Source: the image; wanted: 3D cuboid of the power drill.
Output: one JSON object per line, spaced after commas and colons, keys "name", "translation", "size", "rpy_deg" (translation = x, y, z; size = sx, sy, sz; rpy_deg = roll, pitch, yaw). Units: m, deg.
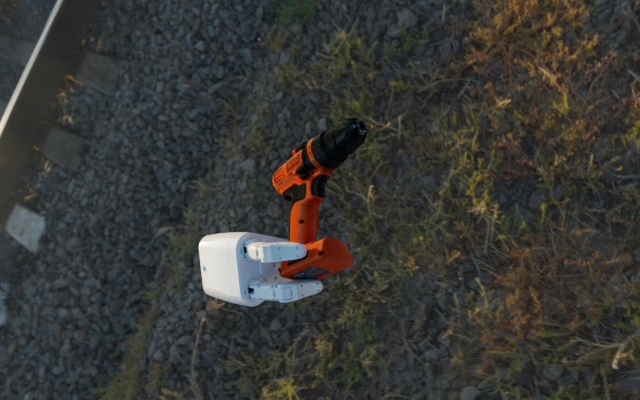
{"name": "power drill", "translation": [0.000, 0.003, 0.629], "size": [0.057, 0.187, 0.184], "rpy_deg": [17, -33, -31]}
